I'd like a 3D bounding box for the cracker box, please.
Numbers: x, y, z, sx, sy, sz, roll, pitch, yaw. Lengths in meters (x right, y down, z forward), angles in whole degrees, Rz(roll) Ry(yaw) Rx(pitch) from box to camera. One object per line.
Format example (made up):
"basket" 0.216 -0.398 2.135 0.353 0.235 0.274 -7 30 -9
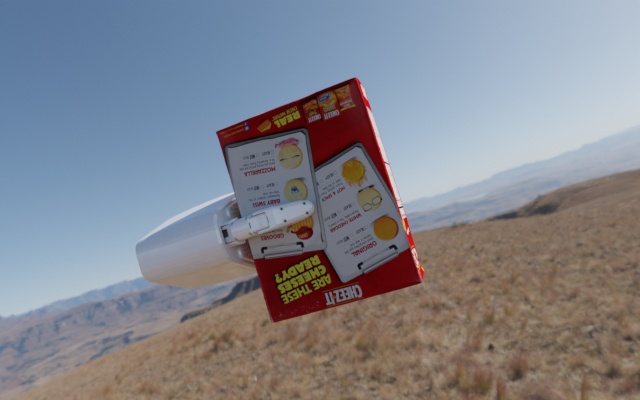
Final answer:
"cracker box" 0.000 0.002 0.512 0.164 0.213 0.072 -18 -3 15
